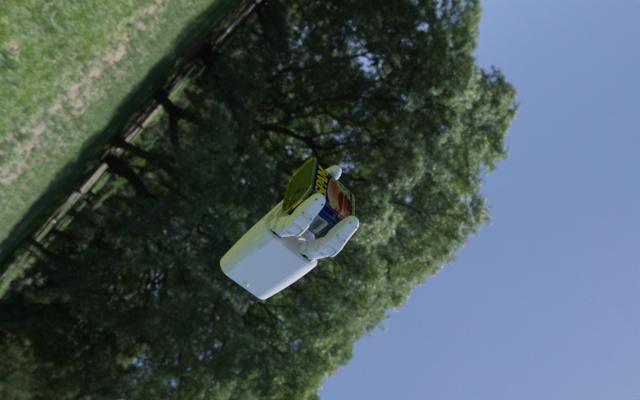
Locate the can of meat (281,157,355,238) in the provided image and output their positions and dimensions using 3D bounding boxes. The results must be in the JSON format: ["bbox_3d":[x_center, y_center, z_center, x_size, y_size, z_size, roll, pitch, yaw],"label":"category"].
[{"bbox_3d":[0.000,0.002,0.654,0.057,0.084,0.102,-40,22,26],"label":"can of meat"}]
